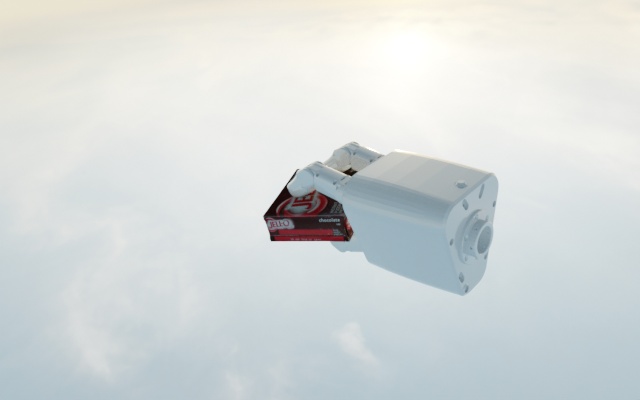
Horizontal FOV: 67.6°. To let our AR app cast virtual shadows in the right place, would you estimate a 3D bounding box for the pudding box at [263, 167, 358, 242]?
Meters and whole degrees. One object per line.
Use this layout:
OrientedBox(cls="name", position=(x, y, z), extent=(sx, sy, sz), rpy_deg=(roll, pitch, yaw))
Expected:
OrientedBox(cls="pudding box", position=(0.000, 0.002, 0.527), extent=(0.090, 0.039, 0.113), rpy_deg=(-1, 28, 19))
